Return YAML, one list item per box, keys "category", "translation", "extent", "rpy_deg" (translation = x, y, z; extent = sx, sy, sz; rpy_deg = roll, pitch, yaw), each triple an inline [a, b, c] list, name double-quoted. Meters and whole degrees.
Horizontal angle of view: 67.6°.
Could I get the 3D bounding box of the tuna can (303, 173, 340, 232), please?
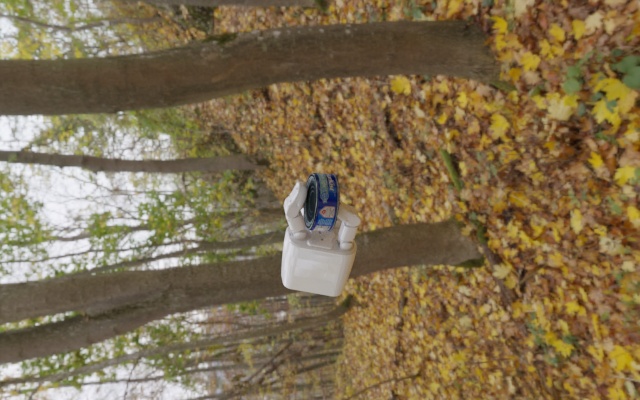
- category: "tuna can"
  translation: [0.000, 0.002, 0.701]
  extent: [0.034, 0.086, 0.086]
  rpy_deg: [4, -1, -15]
